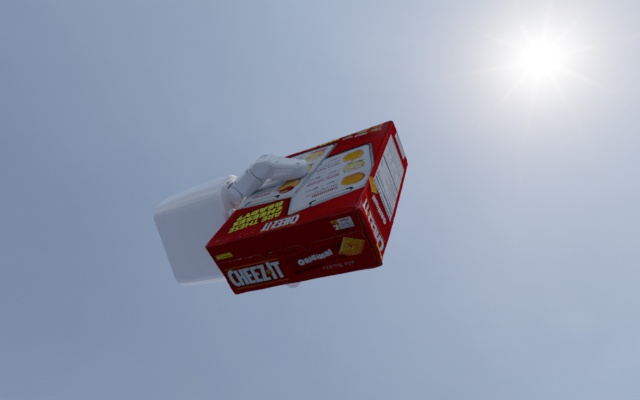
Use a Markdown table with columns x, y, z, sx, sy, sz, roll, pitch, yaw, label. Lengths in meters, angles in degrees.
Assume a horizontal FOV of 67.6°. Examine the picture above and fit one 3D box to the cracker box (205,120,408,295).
| x | y | z | sx | sy | sz | roll | pitch | yaw | label |
| --- | --- | --- | --- | --- | --- | --- | --- | --- | --- |
| 0.000 | 0.001 | 0.522 | 0.164 | 0.072 | 0.213 | -16 | 23 | 24 | cracker box |
